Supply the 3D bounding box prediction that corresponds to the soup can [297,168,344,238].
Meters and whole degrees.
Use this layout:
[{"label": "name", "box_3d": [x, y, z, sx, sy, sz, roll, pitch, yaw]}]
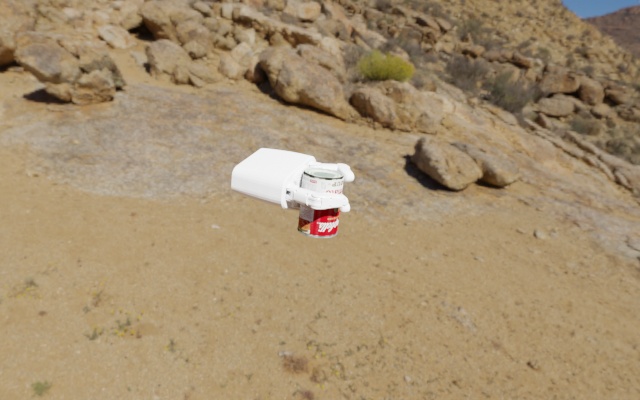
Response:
[{"label": "soup can", "box_3d": [0.001, 0.002, 0.789, 0.068, 0.102, 0.068, 6, 17, -2]}]
